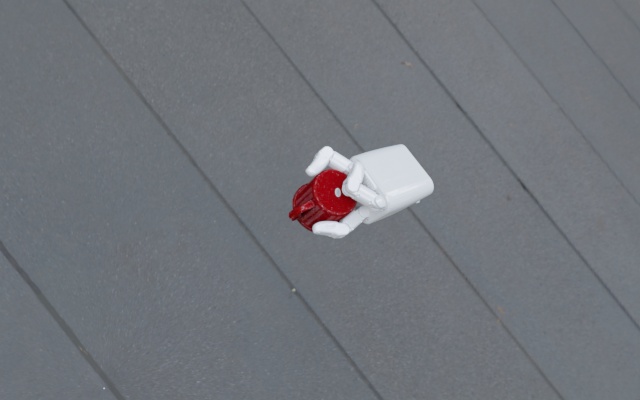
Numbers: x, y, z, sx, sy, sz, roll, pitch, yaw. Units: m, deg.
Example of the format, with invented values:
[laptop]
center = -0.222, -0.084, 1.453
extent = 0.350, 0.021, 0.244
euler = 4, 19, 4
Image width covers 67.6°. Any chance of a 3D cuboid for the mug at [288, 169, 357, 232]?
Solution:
[mug]
center = -0.001, 0.003, 0.789
extent = 0.117, 0.093, 0.081
euler = -20, -10, -30
